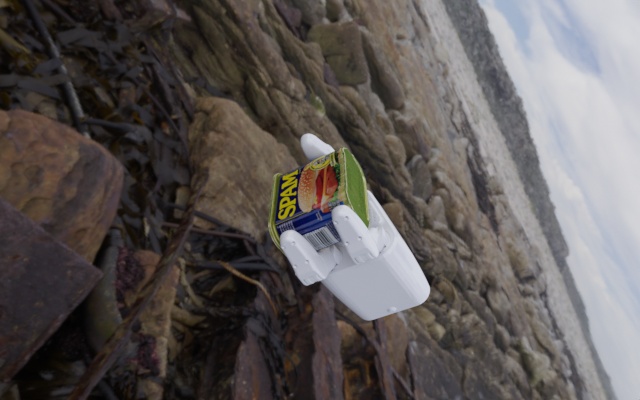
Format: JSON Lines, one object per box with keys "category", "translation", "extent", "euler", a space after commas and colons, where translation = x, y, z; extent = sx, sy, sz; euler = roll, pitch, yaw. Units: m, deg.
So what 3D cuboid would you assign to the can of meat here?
{"category": "can of meat", "translation": [0.000, 0.001, 0.480], "extent": [0.084, 0.102, 0.057], "euler": [-23, -53, 19]}
